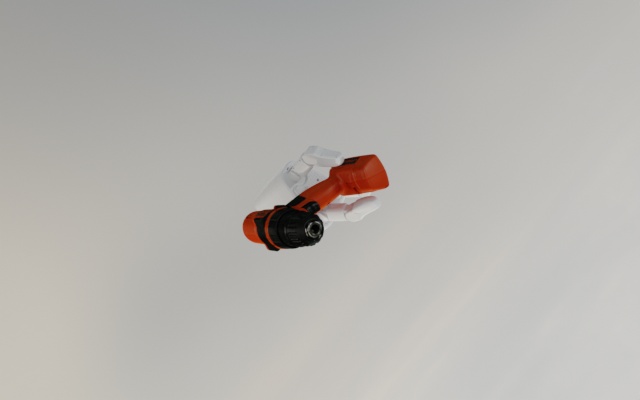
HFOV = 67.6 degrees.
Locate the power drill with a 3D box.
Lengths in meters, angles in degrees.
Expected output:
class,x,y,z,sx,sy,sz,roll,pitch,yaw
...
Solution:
class,x,y,z,sx,sy,sz,roll,pitch,yaw
power drill,0.000,0.002,0.637,0.187,0.057,0.184,-31,15,-27
